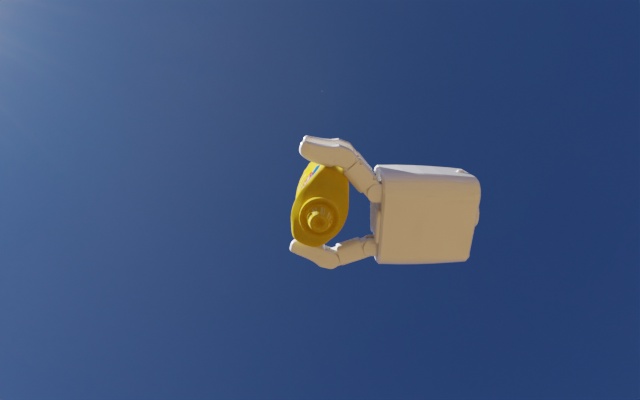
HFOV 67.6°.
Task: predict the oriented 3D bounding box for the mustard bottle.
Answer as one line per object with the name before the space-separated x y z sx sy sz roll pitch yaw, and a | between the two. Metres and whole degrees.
mustard bottle | 0.000 0.002 0.551 0.058 0.096 0.191 24 12 -5
